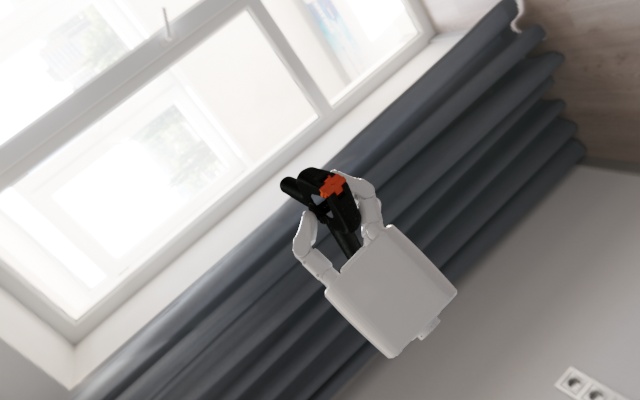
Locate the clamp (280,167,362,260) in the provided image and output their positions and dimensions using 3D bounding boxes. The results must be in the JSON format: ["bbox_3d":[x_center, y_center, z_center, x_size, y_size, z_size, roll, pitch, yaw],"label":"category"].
[{"bbox_3d":[0.000,0.002,0.598,0.164,0.036,0.210,44,-12,14],"label":"clamp"}]
